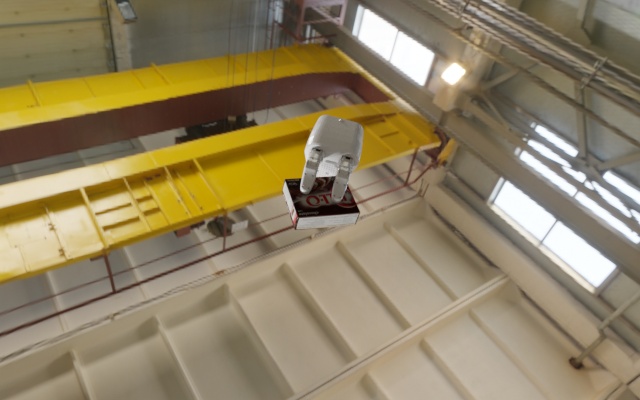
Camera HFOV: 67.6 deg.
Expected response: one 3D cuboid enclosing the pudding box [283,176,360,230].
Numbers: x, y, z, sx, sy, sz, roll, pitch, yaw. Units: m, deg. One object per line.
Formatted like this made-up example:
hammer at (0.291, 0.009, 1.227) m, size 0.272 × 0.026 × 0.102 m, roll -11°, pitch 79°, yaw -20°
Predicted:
pudding box at (0.000, 0.003, 0.811) m, size 0.113 × 0.090 × 0.039 m, roll -6°, pitch -43°, yaw -18°
